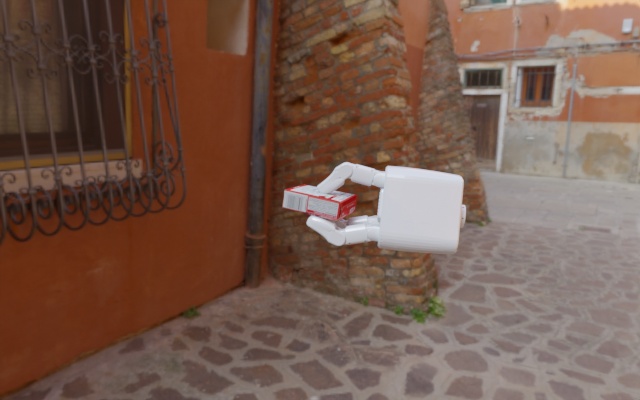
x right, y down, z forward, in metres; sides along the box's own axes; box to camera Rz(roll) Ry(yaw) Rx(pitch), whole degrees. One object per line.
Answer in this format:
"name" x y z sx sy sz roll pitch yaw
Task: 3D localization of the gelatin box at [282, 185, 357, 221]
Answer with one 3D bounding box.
"gelatin box" 0.000 0.002 0.692 0.089 0.030 0.073 13 12 19
